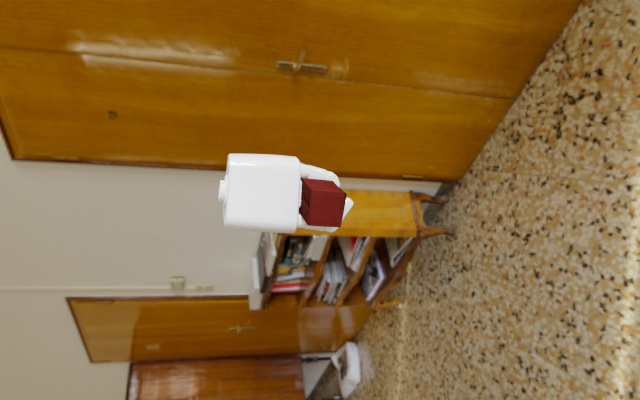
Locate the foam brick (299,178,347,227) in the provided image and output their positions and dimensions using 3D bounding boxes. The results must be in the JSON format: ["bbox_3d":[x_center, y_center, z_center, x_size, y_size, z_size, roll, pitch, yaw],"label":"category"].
[{"bbox_3d":[0.000,0.002,0.700,0.051,0.053,0.078,5,14,-15],"label":"foam brick"}]
